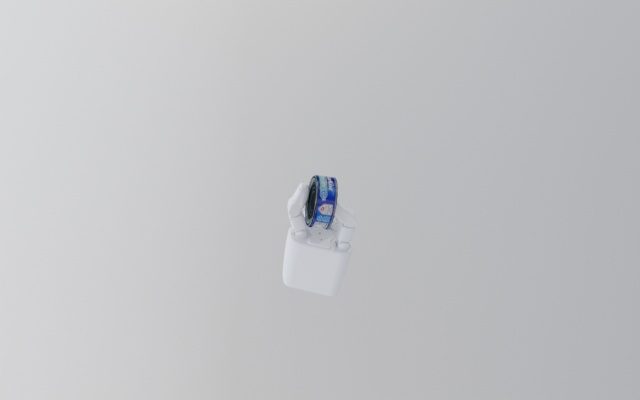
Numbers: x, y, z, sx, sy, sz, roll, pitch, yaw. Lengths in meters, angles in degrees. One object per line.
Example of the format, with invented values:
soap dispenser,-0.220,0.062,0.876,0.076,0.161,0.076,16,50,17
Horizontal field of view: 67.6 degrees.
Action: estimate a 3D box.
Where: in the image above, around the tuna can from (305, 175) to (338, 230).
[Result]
tuna can,0.000,0.002,0.764,0.034,0.086,0.086,8,-2,-12
